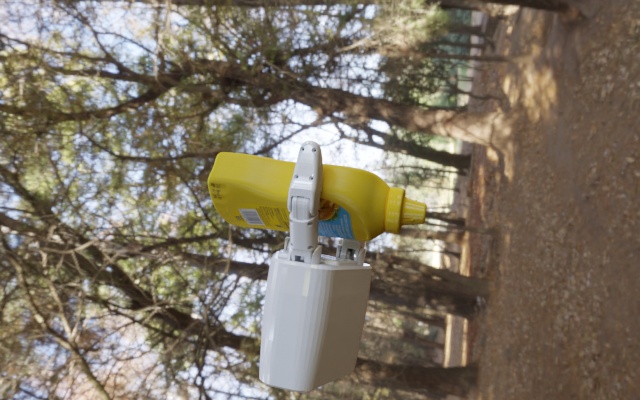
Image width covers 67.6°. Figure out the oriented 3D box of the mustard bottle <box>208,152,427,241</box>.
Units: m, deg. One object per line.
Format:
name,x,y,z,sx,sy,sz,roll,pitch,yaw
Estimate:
mustard bottle,0.000,0.001,0.442,0.191,0.058,0.096,7,-28,15
